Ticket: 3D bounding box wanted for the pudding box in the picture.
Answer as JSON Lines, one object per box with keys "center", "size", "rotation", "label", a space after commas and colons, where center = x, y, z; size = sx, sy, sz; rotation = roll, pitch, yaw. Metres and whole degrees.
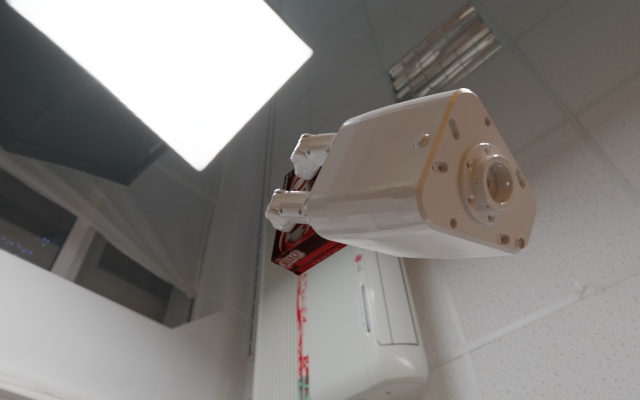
{"center": [0.000, 0.002, 0.443], "size": [0.039, 0.113, 0.090], "rotation": [35, -51, -26], "label": "pudding box"}
